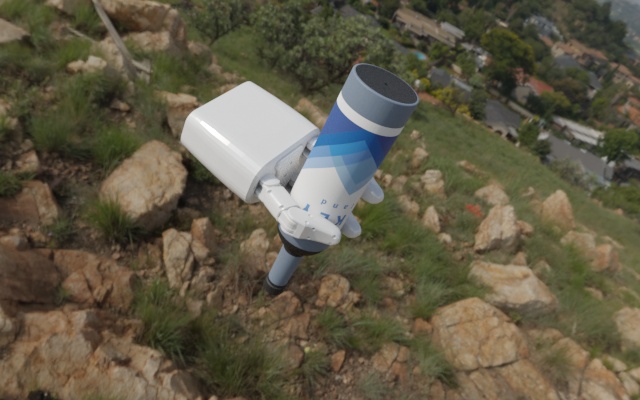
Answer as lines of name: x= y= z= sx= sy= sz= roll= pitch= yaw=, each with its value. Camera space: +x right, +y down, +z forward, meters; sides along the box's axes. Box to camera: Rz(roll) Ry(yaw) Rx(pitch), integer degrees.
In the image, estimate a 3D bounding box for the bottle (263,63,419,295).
bottle: x=0.000 y=0.002 z=0.508 sx=0.069 sy=0.296 sz=0.069 roll=19 pitch=36 yaw=-14
